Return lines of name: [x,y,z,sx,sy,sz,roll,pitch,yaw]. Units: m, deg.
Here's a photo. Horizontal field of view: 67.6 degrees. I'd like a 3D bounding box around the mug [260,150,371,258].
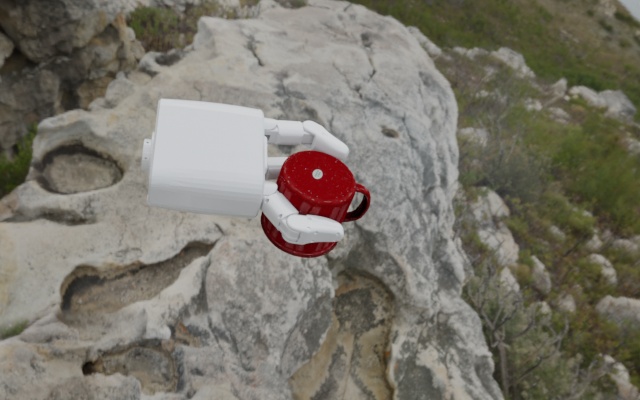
mug: [0.002,0.002,0.519,0.117,0.093,0.082,4,-44,-19]
